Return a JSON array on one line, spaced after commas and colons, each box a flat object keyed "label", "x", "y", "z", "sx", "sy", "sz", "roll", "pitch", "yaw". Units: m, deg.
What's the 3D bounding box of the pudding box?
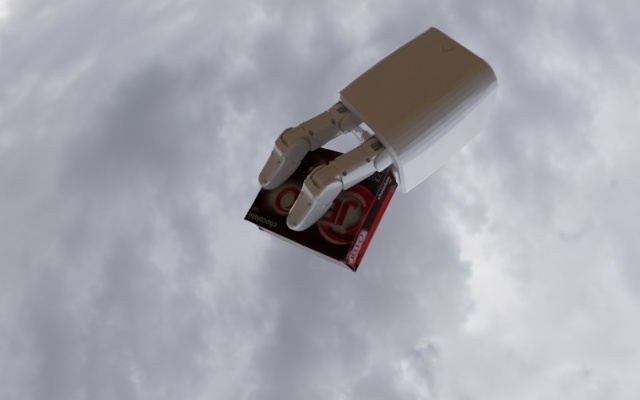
[{"label": "pudding box", "x": 0.000, "y": 0.001, "z": 0.429, "sx": 0.113, "sy": 0.090, "sz": 0.039, "roll": 19, "pitch": -16, "yaw": 33}]
